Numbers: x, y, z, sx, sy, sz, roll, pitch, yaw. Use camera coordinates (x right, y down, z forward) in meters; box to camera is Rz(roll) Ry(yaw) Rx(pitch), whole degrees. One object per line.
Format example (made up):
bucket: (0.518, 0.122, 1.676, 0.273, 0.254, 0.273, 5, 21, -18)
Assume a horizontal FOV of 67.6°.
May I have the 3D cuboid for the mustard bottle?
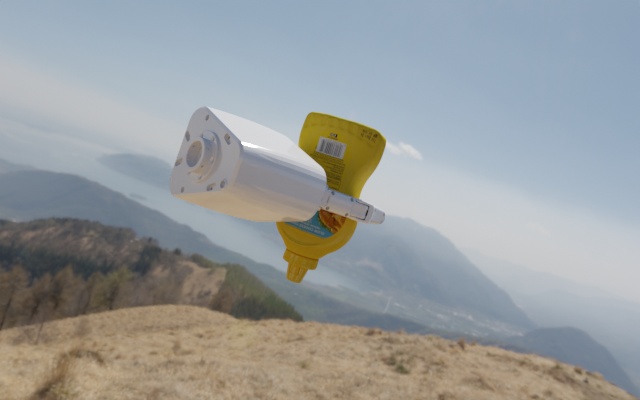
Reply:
mustard bottle: (0.000, 0.002, 0.545, 0.096, 0.191, 0.058, 20, 2, 20)
